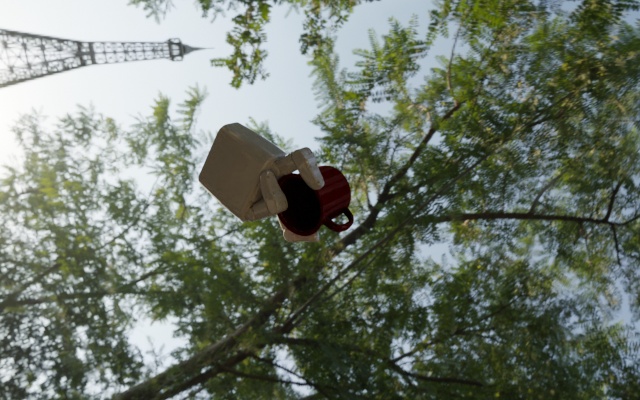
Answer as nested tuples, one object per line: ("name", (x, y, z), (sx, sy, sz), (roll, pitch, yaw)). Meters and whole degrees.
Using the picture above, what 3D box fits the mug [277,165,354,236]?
("mug", (0.001, 0.003, 0.697), (0.117, 0.093, 0.081), (38, 37, 22))
